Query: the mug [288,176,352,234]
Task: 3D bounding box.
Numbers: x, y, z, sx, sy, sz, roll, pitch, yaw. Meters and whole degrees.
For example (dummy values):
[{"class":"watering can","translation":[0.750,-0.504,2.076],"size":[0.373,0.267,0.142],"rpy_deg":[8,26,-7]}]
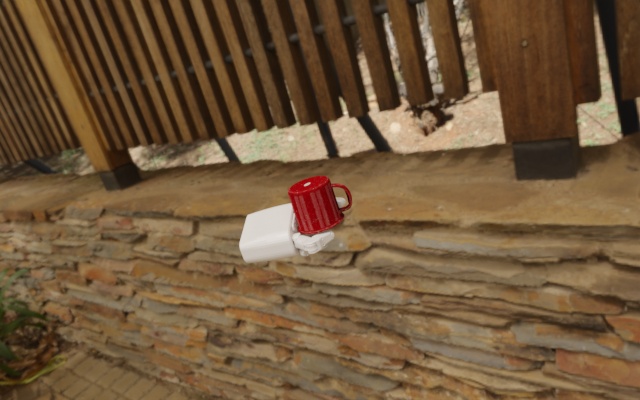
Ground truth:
[{"class":"mug","translation":[0.001,0.002,0.882],"size":[0.117,0.081,0.093],"rpy_deg":[-13,19,14]}]
